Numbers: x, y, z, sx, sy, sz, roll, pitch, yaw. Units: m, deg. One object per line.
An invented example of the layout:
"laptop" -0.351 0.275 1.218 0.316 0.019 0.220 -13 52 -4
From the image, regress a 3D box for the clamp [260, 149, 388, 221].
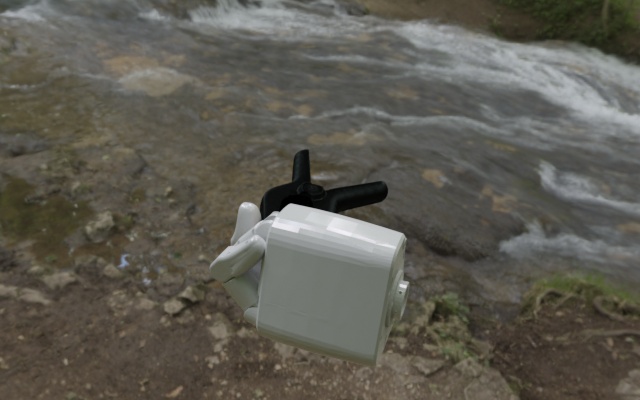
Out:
"clamp" 0.000 0.001 0.507 0.120 0.039 0.171 15 36 15
